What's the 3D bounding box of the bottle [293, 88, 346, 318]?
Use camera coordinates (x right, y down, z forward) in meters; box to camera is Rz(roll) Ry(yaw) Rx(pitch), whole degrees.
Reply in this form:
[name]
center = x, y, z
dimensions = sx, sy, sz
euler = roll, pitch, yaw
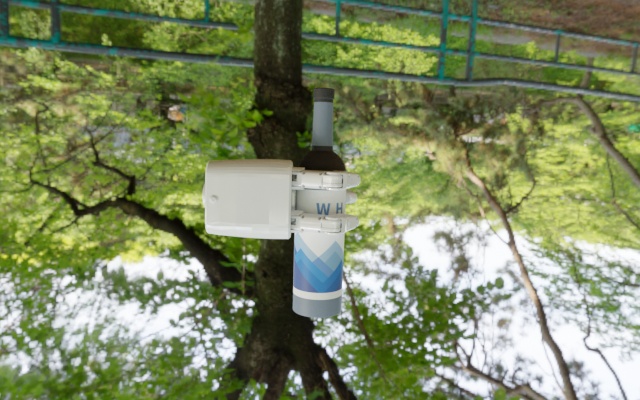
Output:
[bottle]
center = 0.000, 0.002, 0.633
dimensions = 0.069, 0.296, 0.069
euler = 2, 6, 0
